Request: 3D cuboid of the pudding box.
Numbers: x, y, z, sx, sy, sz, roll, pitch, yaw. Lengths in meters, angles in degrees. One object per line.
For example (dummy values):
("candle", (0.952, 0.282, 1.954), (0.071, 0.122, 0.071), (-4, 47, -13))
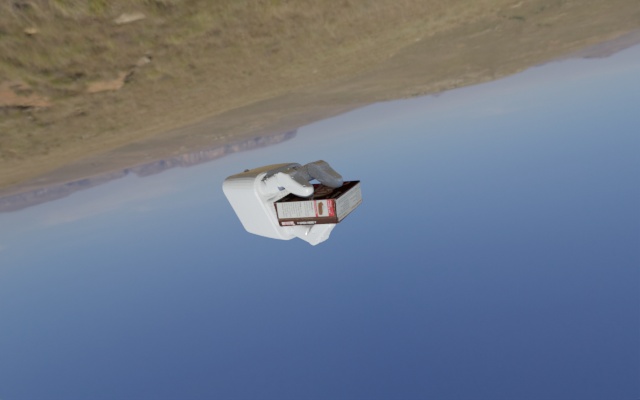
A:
("pudding box", (0.000, 0.002, 0.666), (0.090, 0.039, 0.113), (-5, 15, 23))
